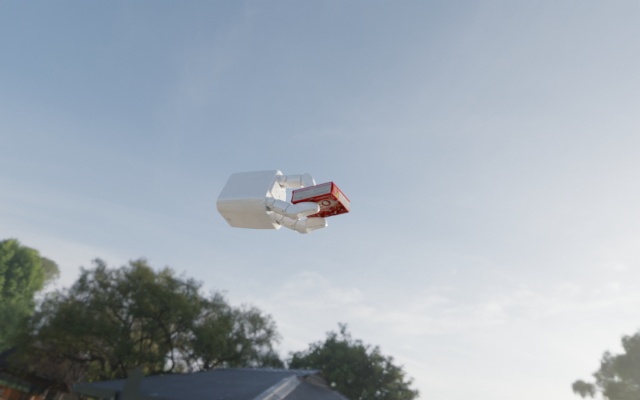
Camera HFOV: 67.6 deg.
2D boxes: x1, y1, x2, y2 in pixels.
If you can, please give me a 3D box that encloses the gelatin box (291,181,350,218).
[{"bbox_3d":[0.000,0.002,0.896,0.089,0.030,0.073,-13,-37,26],"label":"gelatin box"}]
